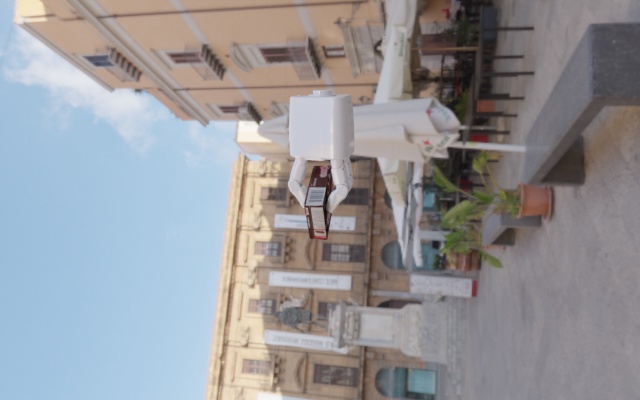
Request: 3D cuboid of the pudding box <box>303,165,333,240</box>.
[{"bbox_3d":[0.000,0.003,0.889,0.039,0.090,0.113,2,43,12],"label":"pudding box"}]
